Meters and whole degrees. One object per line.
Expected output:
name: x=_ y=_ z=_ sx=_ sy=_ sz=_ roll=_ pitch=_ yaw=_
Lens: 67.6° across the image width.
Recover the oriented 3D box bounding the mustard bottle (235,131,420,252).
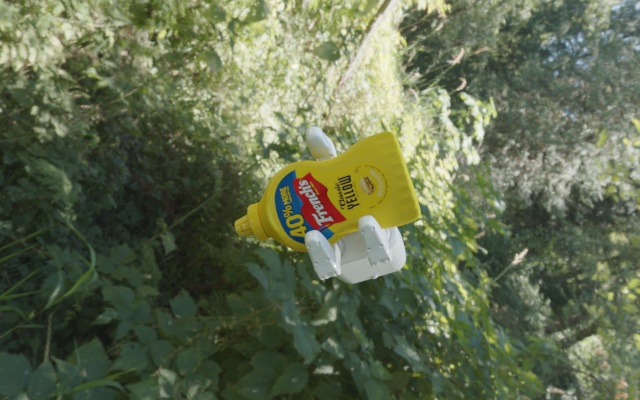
mustard bottle: x=0.000 y=0.002 z=0.501 sx=0.191 sy=0.096 sz=0.058 roll=-18 pitch=-1 yaw=10
